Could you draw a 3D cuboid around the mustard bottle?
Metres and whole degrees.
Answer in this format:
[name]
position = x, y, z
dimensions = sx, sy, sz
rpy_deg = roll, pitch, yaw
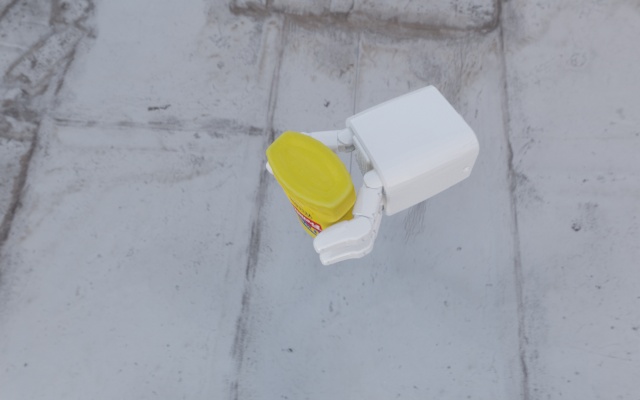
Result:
[mustard bottle]
position = 0.000, 0.002, 0.534
dimensions = 0.096, 0.058, 0.192
rpy_deg = 40, -11, 19
